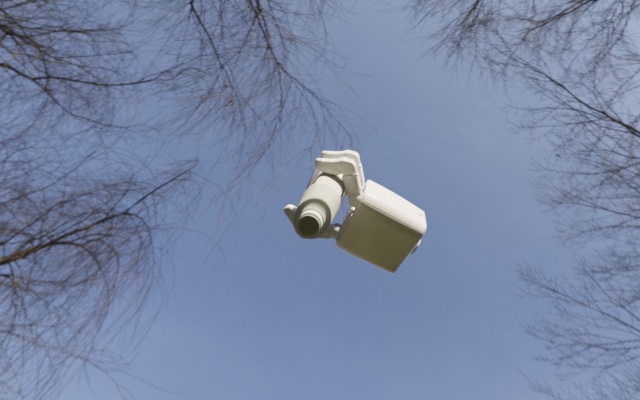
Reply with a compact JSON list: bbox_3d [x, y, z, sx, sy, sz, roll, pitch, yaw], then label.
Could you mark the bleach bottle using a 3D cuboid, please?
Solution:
[{"bbox_3d":[0.000,0.002,0.728,0.068,0.102,0.250,28,20,0],"label":"bleach bottle"}]
